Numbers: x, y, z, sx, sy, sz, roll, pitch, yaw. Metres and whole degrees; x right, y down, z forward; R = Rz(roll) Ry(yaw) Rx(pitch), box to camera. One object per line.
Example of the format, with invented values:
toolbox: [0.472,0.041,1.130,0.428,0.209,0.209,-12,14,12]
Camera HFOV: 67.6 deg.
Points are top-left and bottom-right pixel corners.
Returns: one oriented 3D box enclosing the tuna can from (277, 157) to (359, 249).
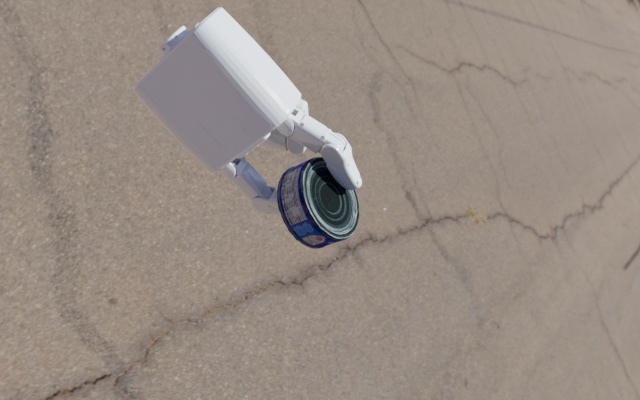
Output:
tuna can: [0.001,0.001,0.465,0.034,0.086,0.086,-22,-14,37]
